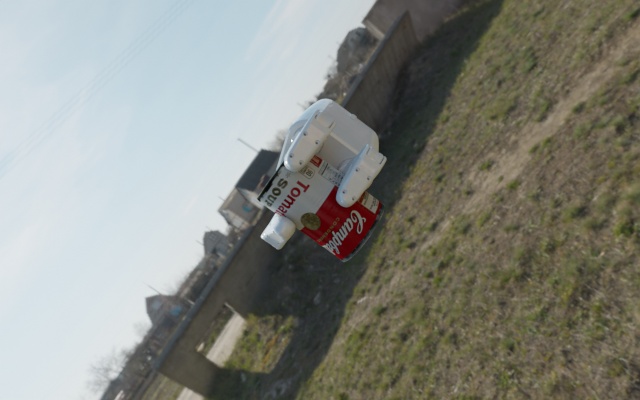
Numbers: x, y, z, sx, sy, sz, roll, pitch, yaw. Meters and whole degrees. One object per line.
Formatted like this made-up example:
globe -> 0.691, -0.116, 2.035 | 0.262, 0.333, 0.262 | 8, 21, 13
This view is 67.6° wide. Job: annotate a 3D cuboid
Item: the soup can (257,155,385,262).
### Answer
soup can -> 0.000, 0.002, 0.452 | 0.102, 0.068, 0.068 | 36, -4, -6
